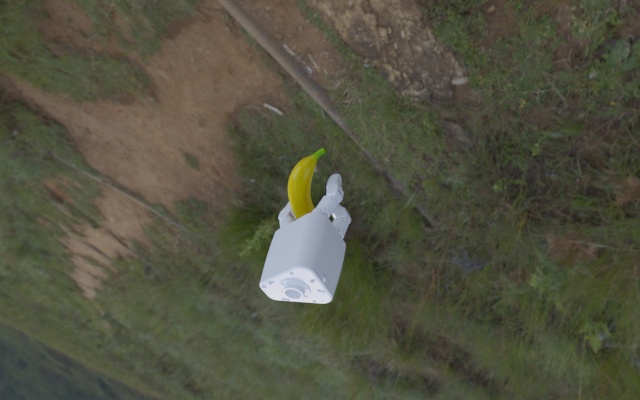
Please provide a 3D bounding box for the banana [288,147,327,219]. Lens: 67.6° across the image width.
[{"bbox_3d":[-0.019,0.001,0.812,0.069,0.198,0.037,-3,41,1],"label":"banana"}]
